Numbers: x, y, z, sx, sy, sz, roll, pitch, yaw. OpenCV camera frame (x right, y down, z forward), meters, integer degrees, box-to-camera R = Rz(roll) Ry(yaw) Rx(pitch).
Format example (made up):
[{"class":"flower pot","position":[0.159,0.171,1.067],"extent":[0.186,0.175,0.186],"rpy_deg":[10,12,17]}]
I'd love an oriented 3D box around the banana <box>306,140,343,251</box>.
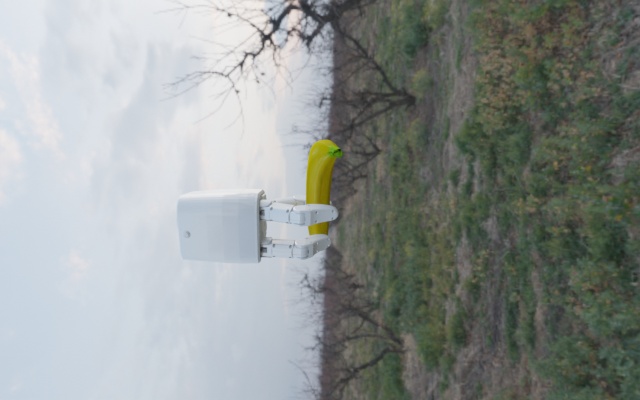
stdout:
[{"class":"banana","position":[-0.001,-0.014,0.653],"extent":[0.037,0.069,0.198],"rpy_deg":[0,-43,-6]}]
